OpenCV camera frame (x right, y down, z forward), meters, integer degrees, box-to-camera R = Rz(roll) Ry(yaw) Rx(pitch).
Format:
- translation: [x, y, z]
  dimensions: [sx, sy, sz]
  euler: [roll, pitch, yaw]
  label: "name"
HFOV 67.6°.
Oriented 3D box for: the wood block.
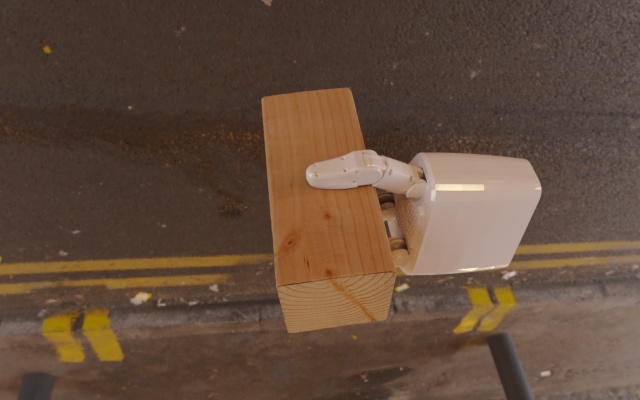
- translation: [0.000, 0.001, 0.440]
  dimensions: [0.090, 0.206, 0.091]
  euler: [-7, -37, -3]
  label: "wood block"
